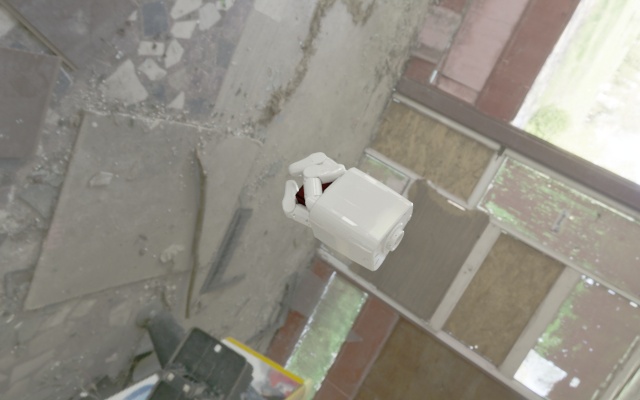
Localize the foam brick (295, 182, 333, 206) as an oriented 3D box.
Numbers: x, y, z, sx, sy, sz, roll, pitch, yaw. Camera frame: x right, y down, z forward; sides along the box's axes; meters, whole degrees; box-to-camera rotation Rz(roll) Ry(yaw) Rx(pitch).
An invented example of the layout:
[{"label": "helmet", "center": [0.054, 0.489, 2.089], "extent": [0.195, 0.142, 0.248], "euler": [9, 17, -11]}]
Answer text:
[{"label": "foam brick", "center": [0.000, 0.002, 0.749], "extent": [0.051, 0.053, 0.078], "euler": [31, -19, 21]}]
